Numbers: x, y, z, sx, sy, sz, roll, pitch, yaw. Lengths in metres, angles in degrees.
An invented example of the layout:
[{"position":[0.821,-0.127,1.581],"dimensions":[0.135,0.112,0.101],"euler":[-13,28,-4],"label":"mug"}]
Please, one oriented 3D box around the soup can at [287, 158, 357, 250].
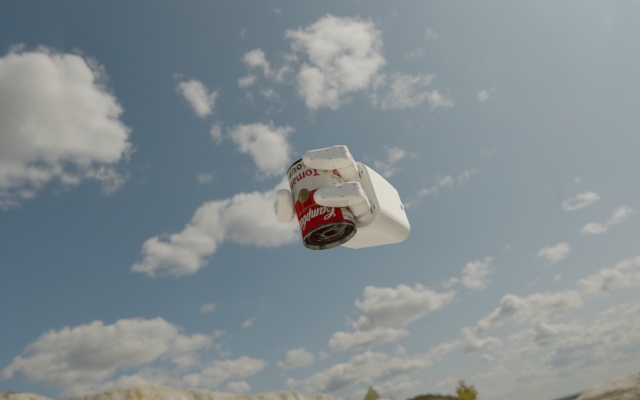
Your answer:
[{"position":[0.000,0.002,0.603],"dimensions":[0.068,0.102,0.068],"euler":[-12,-28,-7],"label":"soup can"}]
